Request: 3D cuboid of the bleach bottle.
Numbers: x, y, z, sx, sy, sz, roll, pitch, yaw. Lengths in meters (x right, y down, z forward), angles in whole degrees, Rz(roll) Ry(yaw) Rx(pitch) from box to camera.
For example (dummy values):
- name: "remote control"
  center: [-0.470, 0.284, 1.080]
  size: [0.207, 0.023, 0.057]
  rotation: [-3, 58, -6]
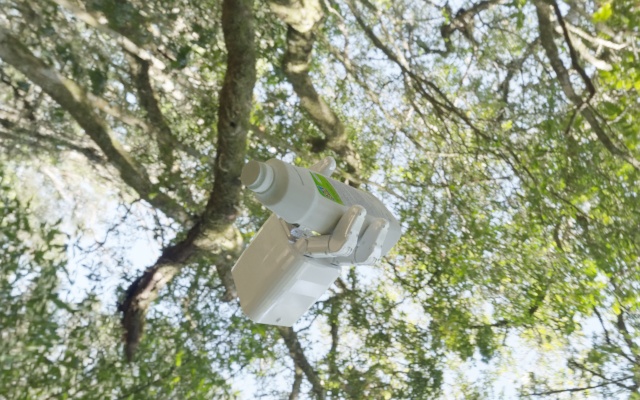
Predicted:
- name: "bleach bottle"
  center: [0.000, 0.002, 0.583]
  size: [0.251, 0.068, 0.102]
  rotation: [25, 20, -48]
